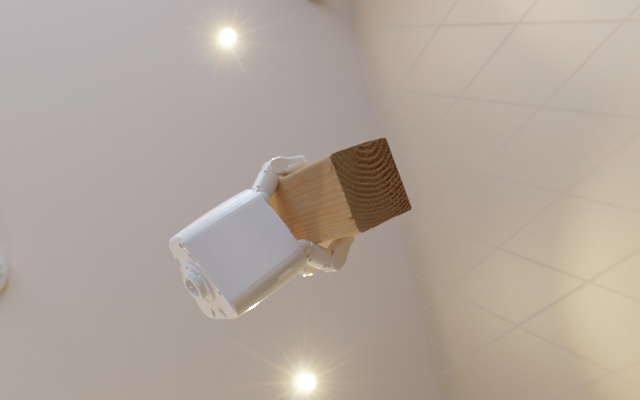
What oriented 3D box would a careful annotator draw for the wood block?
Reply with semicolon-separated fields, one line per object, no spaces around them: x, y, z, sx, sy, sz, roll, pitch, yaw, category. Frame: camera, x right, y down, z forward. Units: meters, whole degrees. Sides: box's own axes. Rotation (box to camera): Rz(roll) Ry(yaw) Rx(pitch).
0.000;0.002;0.599;0.090;0.091;0.206;-21;1;-37;wood block
